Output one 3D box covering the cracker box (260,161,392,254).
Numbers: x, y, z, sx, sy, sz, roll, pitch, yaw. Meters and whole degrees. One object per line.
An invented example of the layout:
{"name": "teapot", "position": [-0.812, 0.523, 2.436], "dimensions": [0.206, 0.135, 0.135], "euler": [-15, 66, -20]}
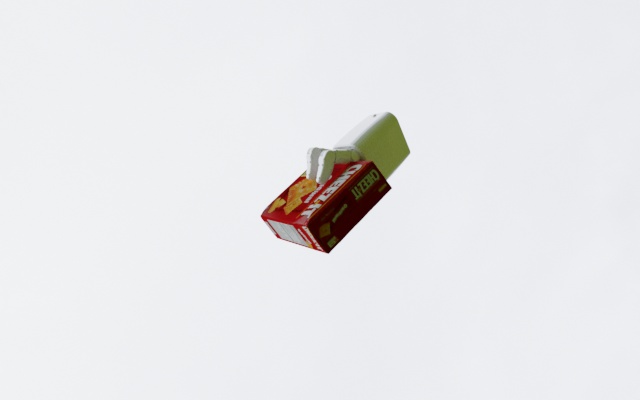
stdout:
{"name": "cracker box", "position": [0.000, 0.003, 0.862], "dimensions": [0.164, 0.072, 0.213], "euler": [-45, 21, -18]}
